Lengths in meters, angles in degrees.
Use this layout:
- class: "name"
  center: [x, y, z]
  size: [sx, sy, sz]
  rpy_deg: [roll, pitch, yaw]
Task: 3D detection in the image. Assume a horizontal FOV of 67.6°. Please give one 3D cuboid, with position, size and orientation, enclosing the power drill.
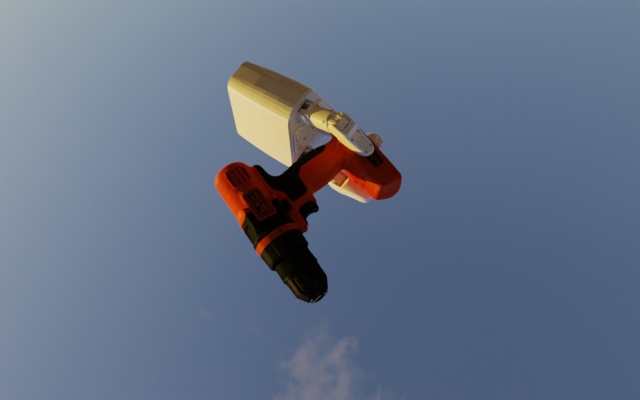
- class: "power drill"
  center: [0.000, 0.001, 0.546]
  size: [0.187, 0.184, 0.057]
  rpy_deg: [-30, -19, -24]
